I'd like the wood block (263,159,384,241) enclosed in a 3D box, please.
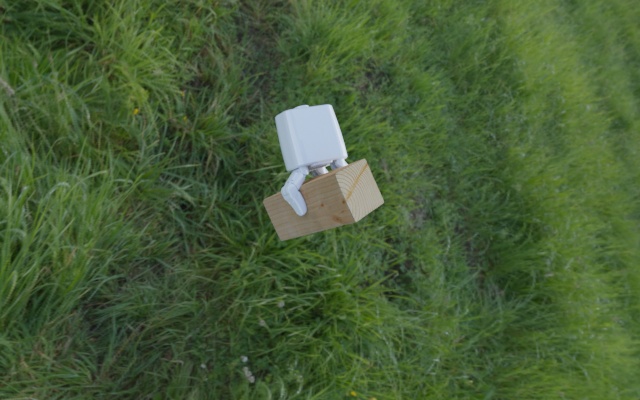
[{"bbox_3d":[0.000,0.003,0.887,0.206,0.090,0.091,-18,8,46],"label":"wood block"}]
